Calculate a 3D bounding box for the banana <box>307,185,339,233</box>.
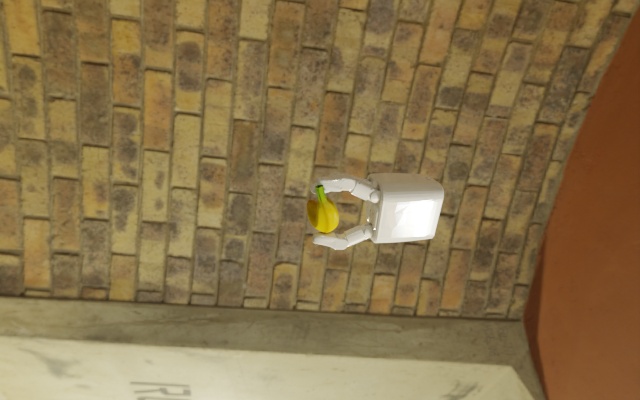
[{"bbox_3d":[0.003,0.020,0.797,0.037,0.069,0.198,-8,-7,-8],"label":"banana"}]
